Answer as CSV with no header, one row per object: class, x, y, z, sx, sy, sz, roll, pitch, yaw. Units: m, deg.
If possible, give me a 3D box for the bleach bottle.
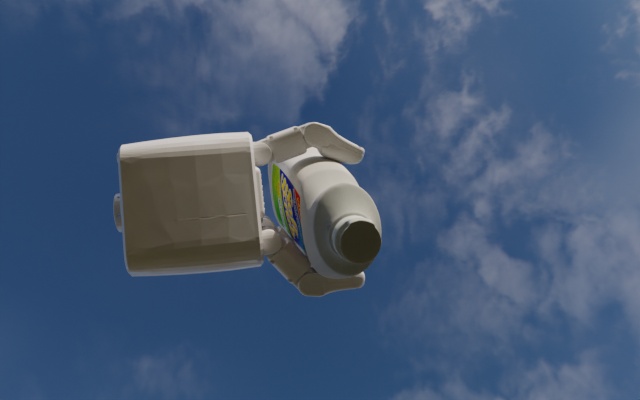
bleach bottle,0.000,0.001,0.425,0.068,0.102,0.251,-7,9,-11
